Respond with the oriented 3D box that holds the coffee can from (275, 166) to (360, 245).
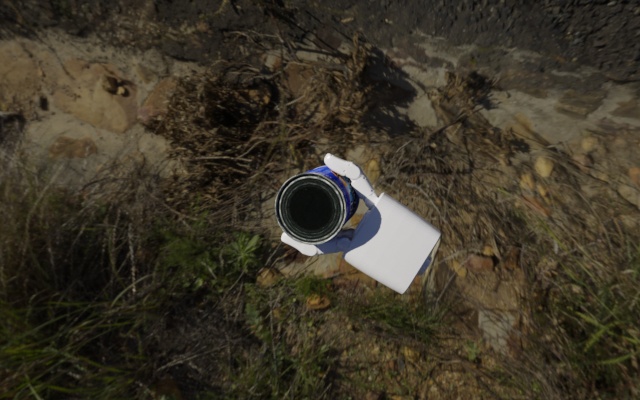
[{"bbox_3d":[0.000,0.002,0.727,0.103,0.103,0.140,0,8,12],"label":"coffee can"}]
